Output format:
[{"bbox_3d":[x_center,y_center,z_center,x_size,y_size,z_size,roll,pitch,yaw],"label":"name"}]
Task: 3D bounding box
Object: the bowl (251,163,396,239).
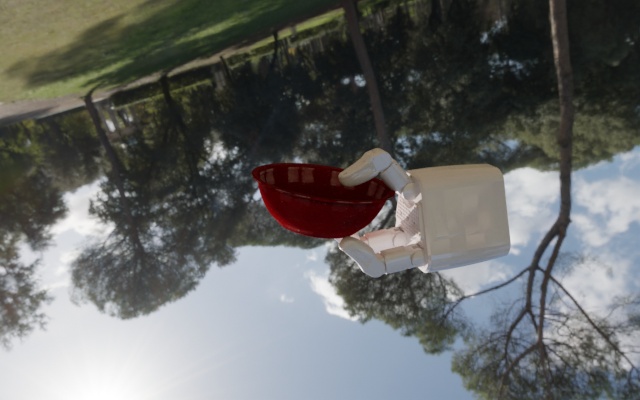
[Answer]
[{"bbox_3d":[-0.001,0.002,0.541,0.162,0.055,0.162,8,15,-2],"label":"bowl"}]
